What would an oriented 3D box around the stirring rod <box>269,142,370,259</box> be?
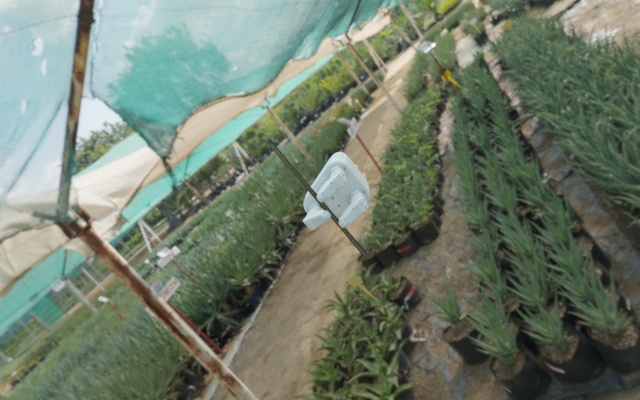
[{"bbox_3d":[0.000,0.003,0.753,0.011,0.239,0.011,-39,11,9],"label":"stirring rod"}]
